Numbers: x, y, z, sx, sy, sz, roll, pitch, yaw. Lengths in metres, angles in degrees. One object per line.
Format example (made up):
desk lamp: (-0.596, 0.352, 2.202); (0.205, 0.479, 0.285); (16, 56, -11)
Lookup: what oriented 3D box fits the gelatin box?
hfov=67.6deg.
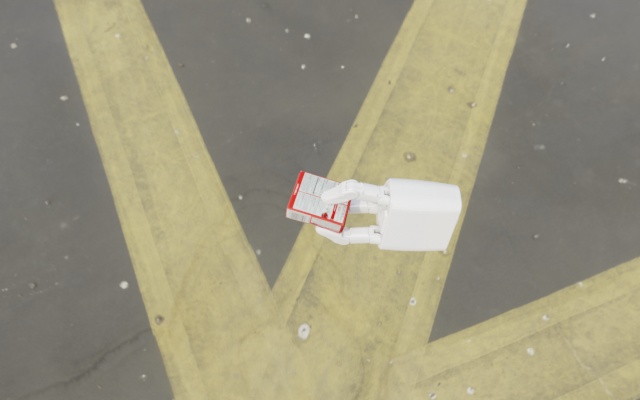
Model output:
gelatin box: (0.000, 0.002, 0.721); (0.089, 0.073, 0.030); (17, -33, 0)
